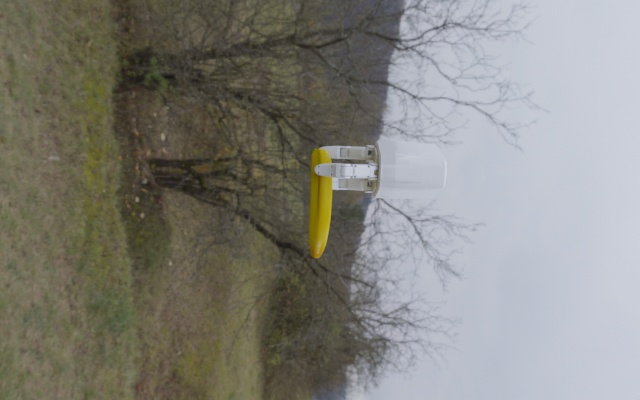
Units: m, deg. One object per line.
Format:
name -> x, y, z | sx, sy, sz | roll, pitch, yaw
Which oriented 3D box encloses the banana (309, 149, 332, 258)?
banana -> 0.000, -0.006, 0.790 | 0.037, 0.197, 0.070 | 2, -18, 0
